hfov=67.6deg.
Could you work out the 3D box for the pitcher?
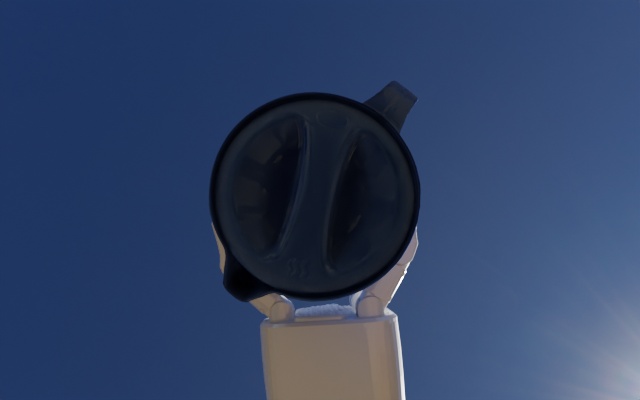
[{"bbox_3d":[0.000,0.002,0.412,0.149,0.145,0.243,-7,-6,-3],"label":"pitcher"}]
